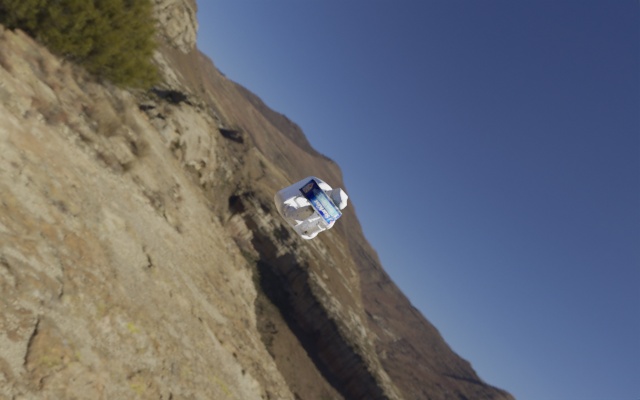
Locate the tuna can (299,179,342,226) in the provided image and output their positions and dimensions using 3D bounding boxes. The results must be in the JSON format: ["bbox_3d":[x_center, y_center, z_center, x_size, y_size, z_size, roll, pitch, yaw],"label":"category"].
[{"bbox_3d":[0.001,0.002,0.861,0.034,0.086,0.086,-39,-1,0],"label":"tuna can"}]
